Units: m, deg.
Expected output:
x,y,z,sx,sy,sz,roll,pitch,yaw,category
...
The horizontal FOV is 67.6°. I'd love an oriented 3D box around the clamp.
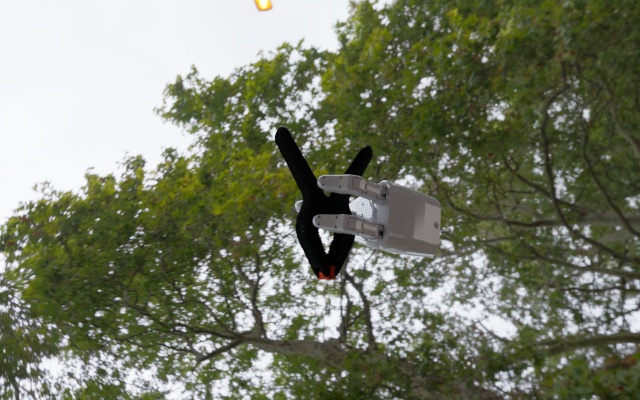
x,y,z,sx,sy,sz,roll,pitch,yaw,category
0.000,0.003,0.664,0.164,0.210,0.036,15,-16,-31,clamp
